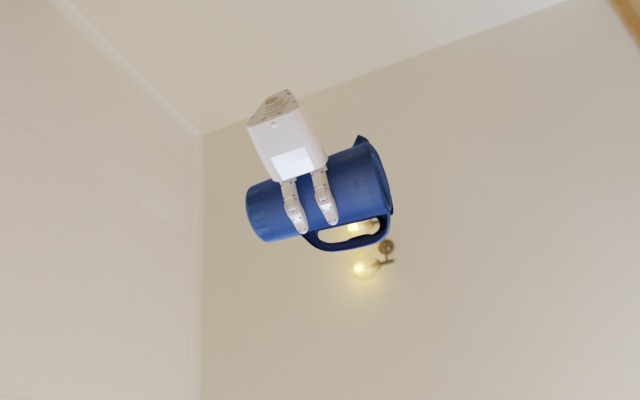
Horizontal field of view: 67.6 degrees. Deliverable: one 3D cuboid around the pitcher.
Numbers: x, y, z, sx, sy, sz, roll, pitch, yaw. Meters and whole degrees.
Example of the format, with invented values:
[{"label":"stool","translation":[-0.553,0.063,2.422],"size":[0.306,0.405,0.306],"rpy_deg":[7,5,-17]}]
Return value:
[{"label":"pitcher","translation":[0.000,0.003,0.829],"size":[0.243,0.145,0.149],"rpy_deg":[-17,33,15]}]
